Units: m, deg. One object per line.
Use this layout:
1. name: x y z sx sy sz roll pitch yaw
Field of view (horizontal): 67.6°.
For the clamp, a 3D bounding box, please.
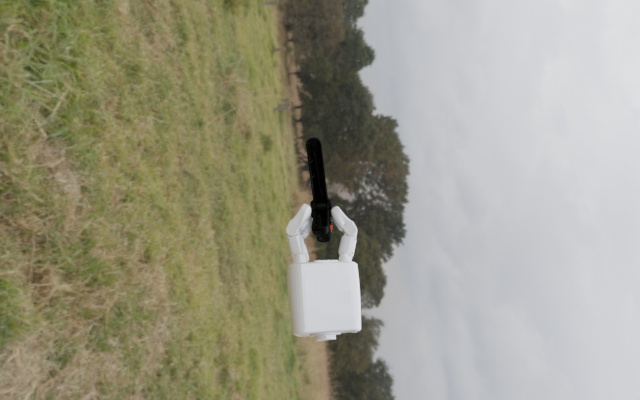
1. clamp: 0.001 0.003 0.806 0.036 0.164 0.210 -5 -18 3
